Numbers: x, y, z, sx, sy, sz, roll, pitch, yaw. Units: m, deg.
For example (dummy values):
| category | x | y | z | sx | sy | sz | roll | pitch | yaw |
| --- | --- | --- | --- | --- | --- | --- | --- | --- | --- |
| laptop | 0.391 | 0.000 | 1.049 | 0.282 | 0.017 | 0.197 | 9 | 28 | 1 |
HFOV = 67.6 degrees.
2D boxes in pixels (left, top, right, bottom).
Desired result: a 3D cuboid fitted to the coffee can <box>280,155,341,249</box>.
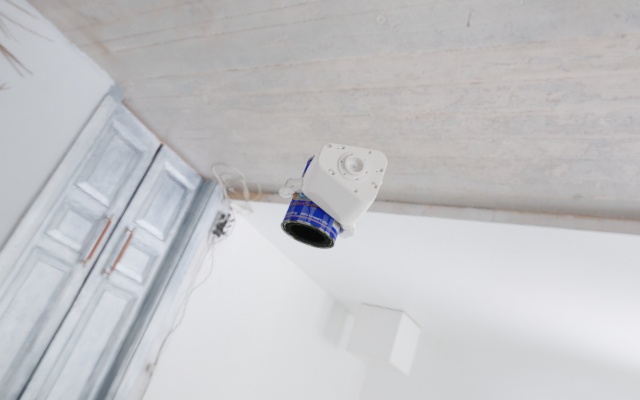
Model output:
| category | x | y | z | sx | sy | sz | roll | pitch | yaw |
| --- | --- | --- | --- | --- | --- | --- | --- | --- | --- |
| coffee can | 0.000 | 0.003 | 0.869 | 0.103 | 0.140 | 0.103 | 18 | -24 | 8 |
